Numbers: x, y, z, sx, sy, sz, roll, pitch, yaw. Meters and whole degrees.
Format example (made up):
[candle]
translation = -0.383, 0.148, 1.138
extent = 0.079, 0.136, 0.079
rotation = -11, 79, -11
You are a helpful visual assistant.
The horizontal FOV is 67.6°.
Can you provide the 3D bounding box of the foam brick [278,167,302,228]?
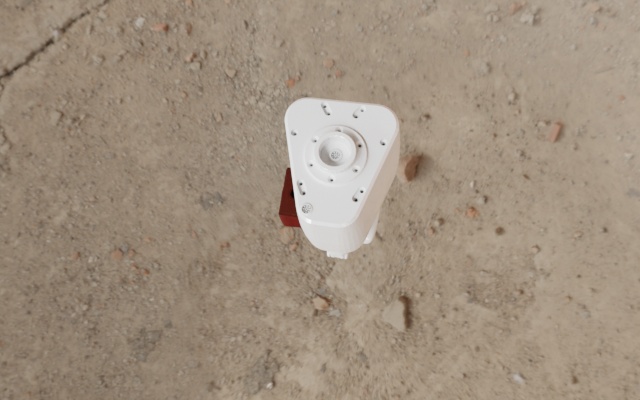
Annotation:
[foam brick]
translation = 0.000, 0.002, 0.500
extent = 0.078, 0.053, 0.051
rotation = 7, -15, 8
